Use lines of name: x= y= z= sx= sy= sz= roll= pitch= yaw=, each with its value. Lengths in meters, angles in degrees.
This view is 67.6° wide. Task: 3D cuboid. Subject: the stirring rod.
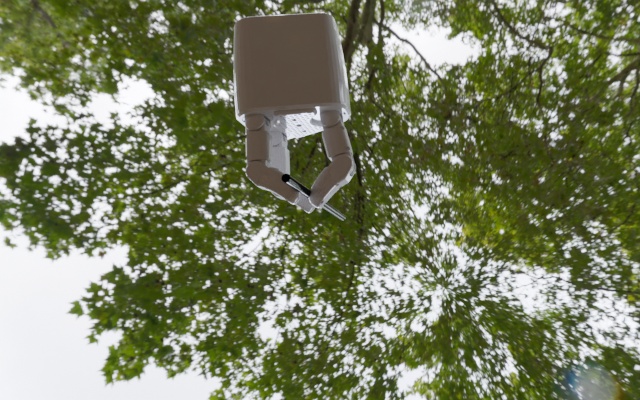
stirring rod: x=0.000 y=0.002 z=0.524 sx=0.011 sy=0.011 sz=0.239 roll=0 pitch=-10 yaw=15
